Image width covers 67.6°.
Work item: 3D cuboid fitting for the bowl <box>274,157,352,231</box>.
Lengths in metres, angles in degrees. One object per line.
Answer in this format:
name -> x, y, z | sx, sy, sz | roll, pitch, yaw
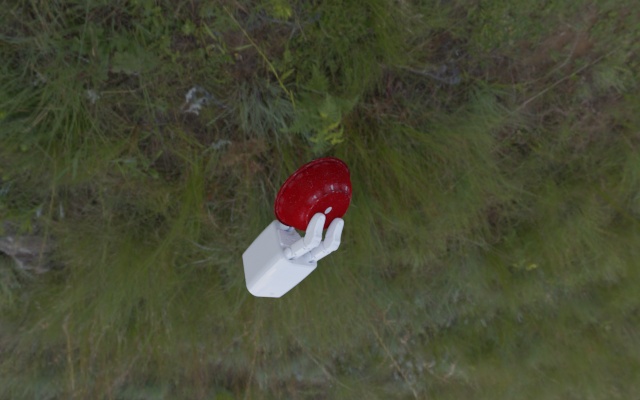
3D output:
bowl -> 0.001, 0.002, 0.854 | 0.162, 0.162, 0.055 | 0, 38, -42
